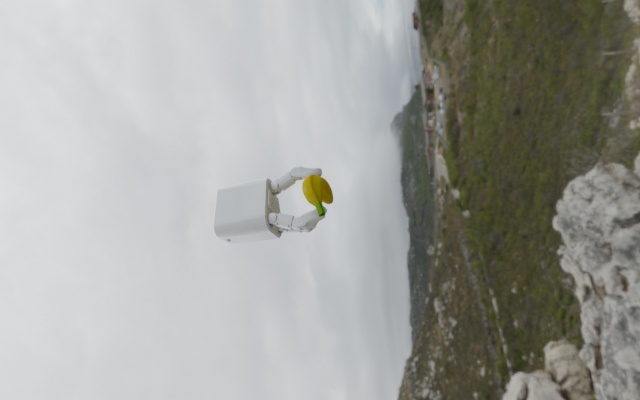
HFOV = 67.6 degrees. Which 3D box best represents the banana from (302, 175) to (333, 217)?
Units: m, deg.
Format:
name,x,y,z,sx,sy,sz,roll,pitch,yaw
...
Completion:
name,x,y,z,sx,sy,sz,roll,pitch,yaw
banana,-0.005,-0.015,0.876,0.037,0.069,0.198,-14,5,9
